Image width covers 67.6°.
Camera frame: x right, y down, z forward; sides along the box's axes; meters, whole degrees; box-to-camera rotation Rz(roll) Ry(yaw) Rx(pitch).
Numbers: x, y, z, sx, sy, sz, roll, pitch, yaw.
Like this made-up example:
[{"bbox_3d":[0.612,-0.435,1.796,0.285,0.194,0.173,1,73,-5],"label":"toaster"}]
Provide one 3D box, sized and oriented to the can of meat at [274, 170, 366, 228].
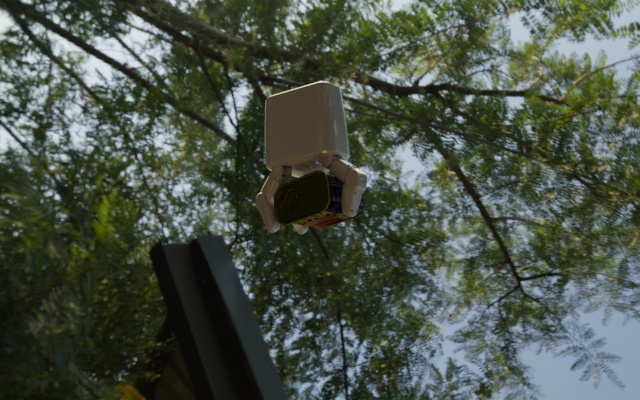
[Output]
[{"bbox_3d":[0.000,0.002,0.662,0.102,0.057,0.084,-20,-20,39],"label":"can of meat"}]
